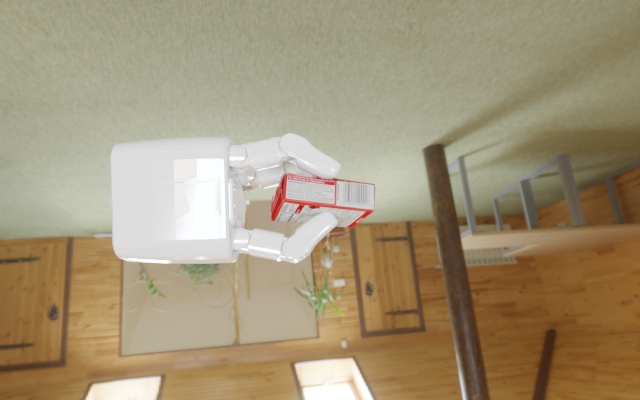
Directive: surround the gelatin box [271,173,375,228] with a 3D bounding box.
[{"bbox_3d":[0.000,0.002,0.463,0.089,0.030,0.073,7,-17,-11],"label":"gelatin box"}]
